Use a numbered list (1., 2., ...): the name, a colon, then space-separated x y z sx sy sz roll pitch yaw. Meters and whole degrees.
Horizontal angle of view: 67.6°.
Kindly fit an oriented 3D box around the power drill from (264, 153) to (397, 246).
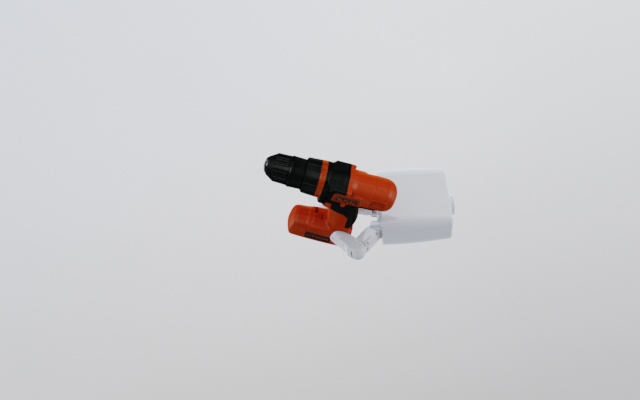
1. power drill: 0.000 0.003 0.707 0.184 0.057 0.188 16 -25 -5
